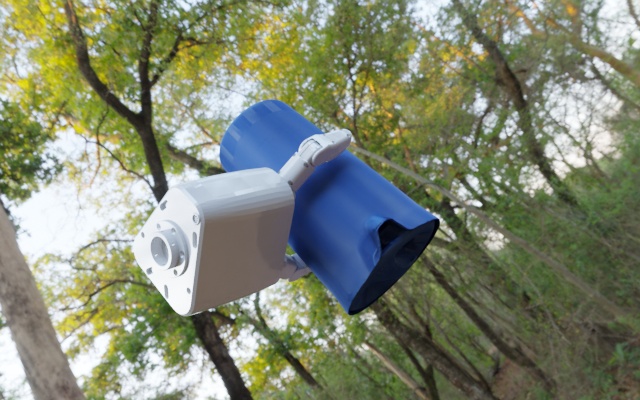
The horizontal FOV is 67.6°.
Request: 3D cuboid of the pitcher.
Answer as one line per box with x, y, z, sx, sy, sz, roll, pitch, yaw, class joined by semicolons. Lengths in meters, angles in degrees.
0.000;0.002;0.537;0.242;0.149;0.145;44;32;23;pitcher
